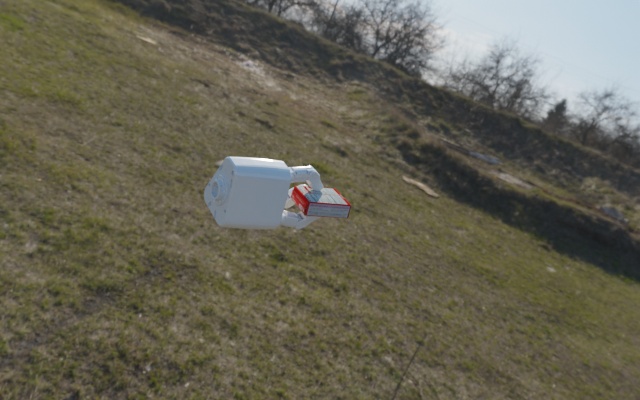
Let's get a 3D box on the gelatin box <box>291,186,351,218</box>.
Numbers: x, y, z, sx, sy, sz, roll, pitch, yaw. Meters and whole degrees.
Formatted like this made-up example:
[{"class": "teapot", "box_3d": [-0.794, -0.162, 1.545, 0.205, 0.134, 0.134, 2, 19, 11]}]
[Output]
[{"class": "gelatin box", "box_3d": [0.001, 0.002, 0.865, 0.089, 0.030, 0.073, 4, 24, -26]}]
